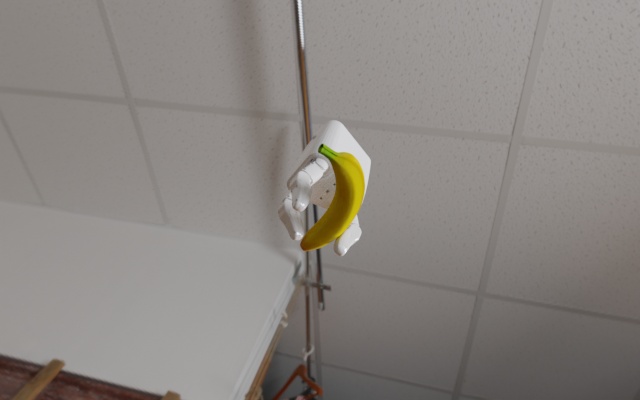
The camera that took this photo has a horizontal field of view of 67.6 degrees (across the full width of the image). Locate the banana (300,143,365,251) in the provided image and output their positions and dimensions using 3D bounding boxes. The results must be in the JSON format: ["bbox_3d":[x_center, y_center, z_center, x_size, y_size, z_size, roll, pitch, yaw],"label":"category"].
[{"bbox_3d":[0.019,0.004,0.632,0.069,0.198,0.037,13,44,2],"label":"banana"}]
